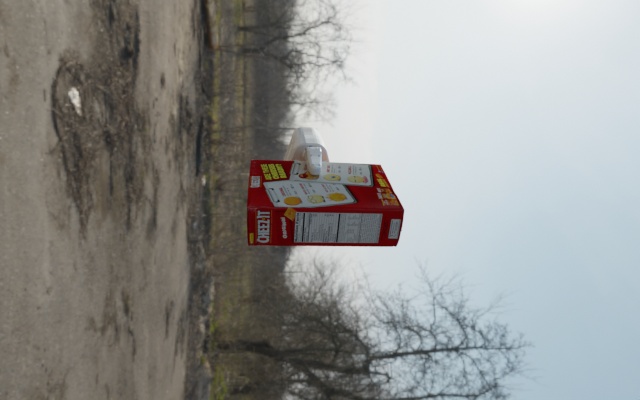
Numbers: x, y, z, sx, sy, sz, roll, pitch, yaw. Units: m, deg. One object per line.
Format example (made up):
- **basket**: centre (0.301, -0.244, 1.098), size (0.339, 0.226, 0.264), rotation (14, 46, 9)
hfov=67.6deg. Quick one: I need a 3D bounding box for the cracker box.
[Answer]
- **cracker box**: centre (0.000, 0.002, 0.715), size (0.214, 0.072, 0.164), rotation (1, 27, -6)
